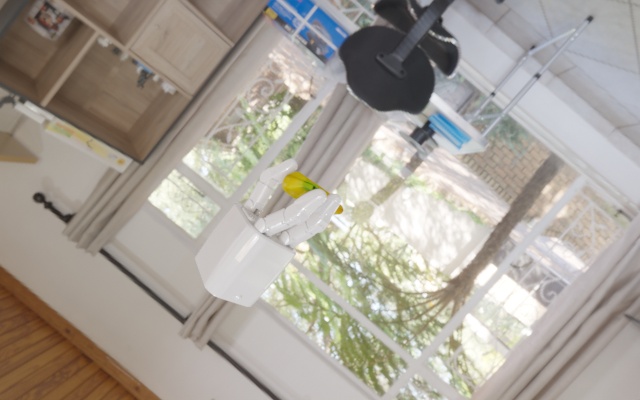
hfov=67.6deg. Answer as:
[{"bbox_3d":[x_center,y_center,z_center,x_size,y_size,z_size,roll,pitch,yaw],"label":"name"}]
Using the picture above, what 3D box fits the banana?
[{"bbox_3d":[-0.015,-0.009,0.717,0.069,0.037,0.198,38,2,16],"label":"banana"}]
